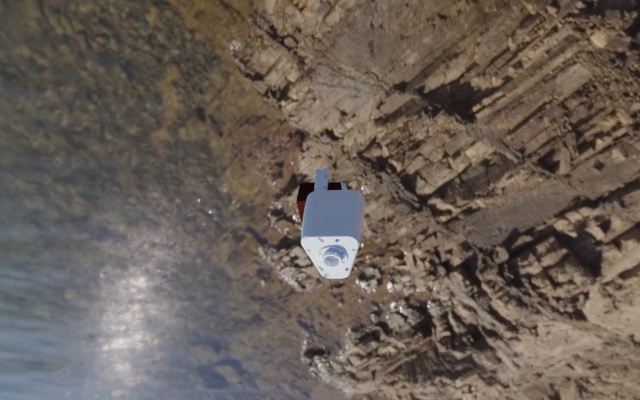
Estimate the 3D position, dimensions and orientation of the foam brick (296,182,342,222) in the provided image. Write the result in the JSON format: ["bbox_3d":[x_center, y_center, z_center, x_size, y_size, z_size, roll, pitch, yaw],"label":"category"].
[{"bbox_3d":[0.000,0.003,0.859,0.078,0.053,0.051,-1,42,10],"label":"foam brick"}]
